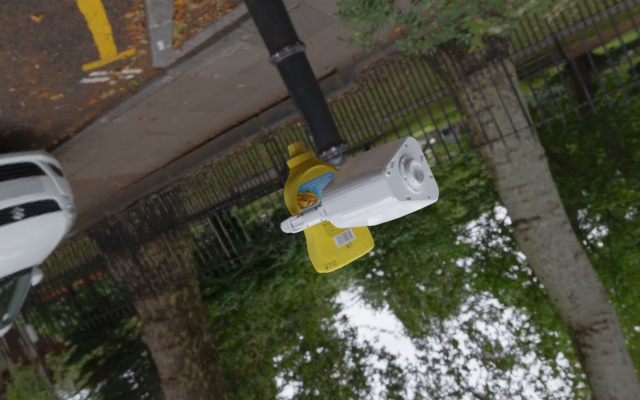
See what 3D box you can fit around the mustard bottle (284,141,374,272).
[{"bbox_3d":[0.000,0.003,0.704,0.096,0.191,0.058,-25,2,-23],"label":"mustard bottle"}]
